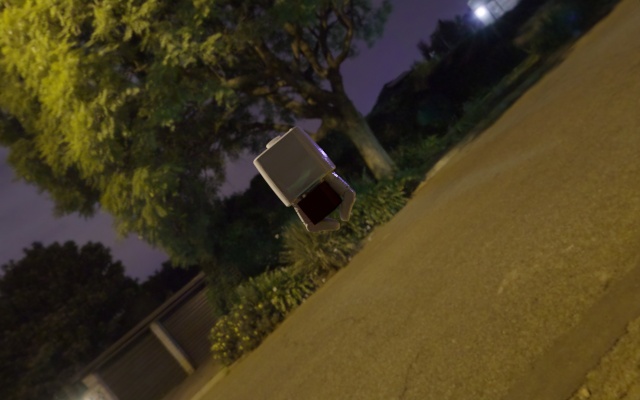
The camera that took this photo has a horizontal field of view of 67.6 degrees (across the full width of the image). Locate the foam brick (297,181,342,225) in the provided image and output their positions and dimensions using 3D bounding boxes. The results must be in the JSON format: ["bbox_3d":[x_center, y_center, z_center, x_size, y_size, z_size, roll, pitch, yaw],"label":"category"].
[{"bbox_3d":[0.000,0.003,0.859,0.053,0.051,0.078,-39,0,15],"label":"foam brick"}]
